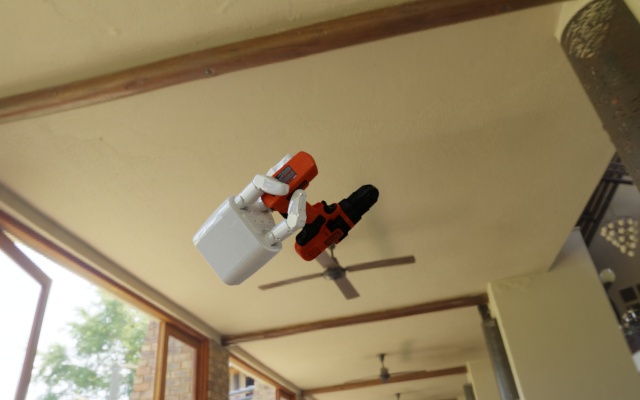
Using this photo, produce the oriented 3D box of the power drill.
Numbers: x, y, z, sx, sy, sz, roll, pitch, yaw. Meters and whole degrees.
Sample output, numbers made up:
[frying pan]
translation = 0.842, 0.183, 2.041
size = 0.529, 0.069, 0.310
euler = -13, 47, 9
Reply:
[power drill]
translation = 0.000, 0.003, 0.808
size = 0.188, 0.184, 0.057
euler = 48, -2, -44
